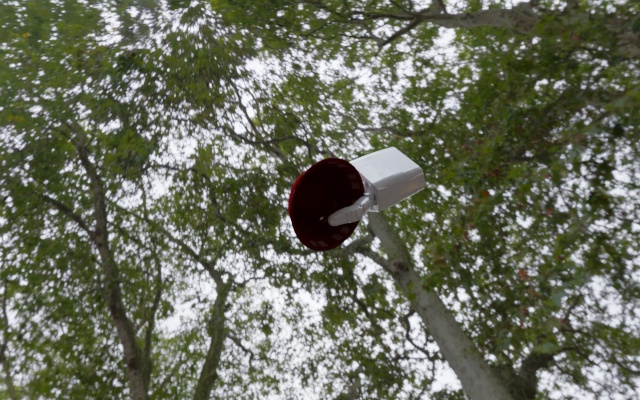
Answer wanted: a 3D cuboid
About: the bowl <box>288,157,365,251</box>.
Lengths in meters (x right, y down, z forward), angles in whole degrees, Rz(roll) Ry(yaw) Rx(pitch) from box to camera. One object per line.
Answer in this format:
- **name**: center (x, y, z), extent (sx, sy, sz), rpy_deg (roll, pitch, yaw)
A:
- **bowl**: center (-0.001, 0.003, 0.821), extent (0.162, 0.162, 0.055), rpy_deg (0, 12, -40)
